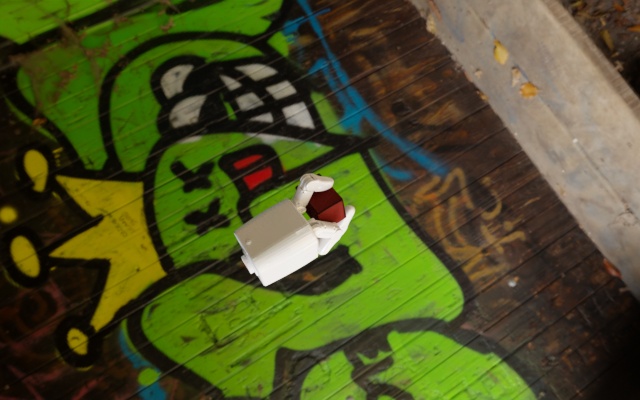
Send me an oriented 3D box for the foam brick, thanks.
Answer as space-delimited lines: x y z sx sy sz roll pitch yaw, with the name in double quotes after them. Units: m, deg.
0.000 0.003 0.814 0.051 0.053 0.078 -30 51 -13 "foam brick"
